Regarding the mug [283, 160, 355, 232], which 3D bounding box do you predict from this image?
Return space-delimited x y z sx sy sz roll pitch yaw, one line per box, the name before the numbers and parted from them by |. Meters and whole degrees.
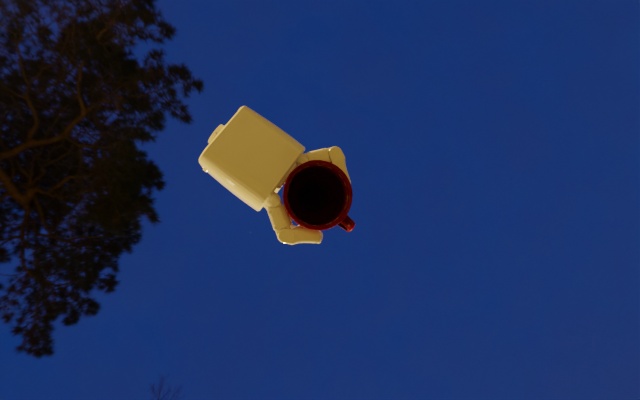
mug | 0.001 0.003 0.667 0.117 0.093 0.081 37 -8 -6
